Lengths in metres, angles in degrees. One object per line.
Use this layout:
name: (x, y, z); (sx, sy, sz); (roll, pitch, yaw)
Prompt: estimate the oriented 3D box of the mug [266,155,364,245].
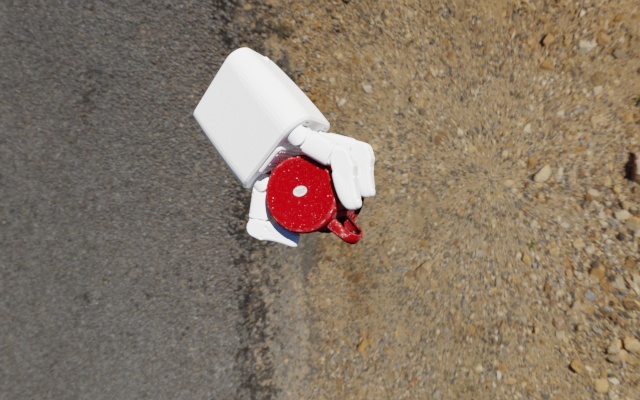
mug: (0.001, 0.003, 0.516); (0.093, 0.117, 0.081); (-43, -12, 16)
